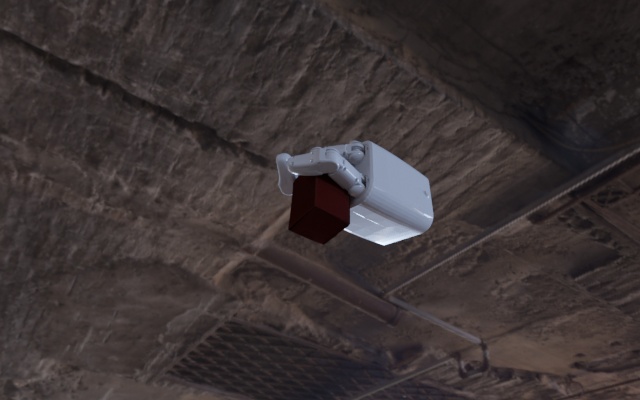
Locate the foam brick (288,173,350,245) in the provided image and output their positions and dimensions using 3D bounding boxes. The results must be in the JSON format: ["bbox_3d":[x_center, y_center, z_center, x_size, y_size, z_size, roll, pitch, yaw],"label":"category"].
[{"bbox_3d":[0.000,0.002,0.558,0.051,0.078,0.053,28,-47,-25],"label":"foam brick"}]
